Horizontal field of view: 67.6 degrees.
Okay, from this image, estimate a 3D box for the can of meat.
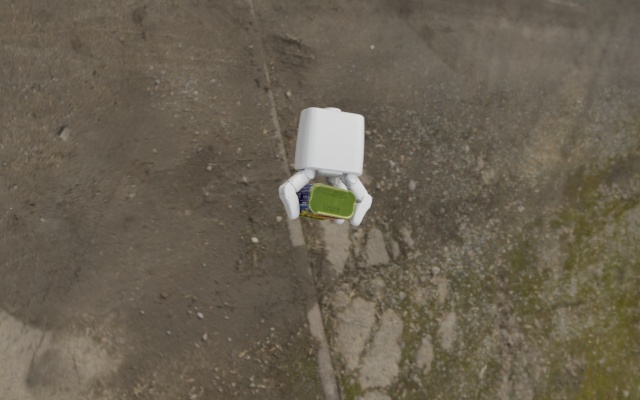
[{"bbox_3d":[0.000,0.003,0.839,0.102,0.057,0.084,11,-7,-32],"label":"can of meat"}]
